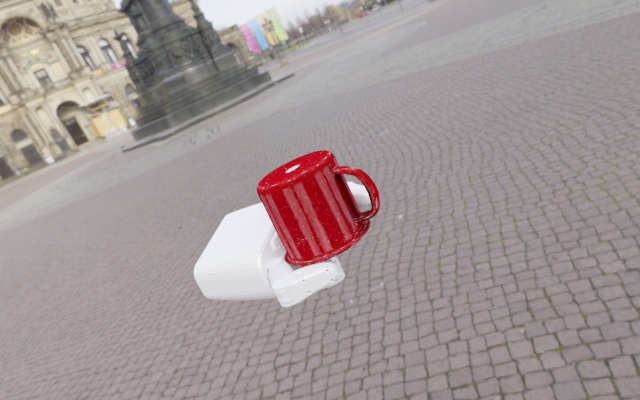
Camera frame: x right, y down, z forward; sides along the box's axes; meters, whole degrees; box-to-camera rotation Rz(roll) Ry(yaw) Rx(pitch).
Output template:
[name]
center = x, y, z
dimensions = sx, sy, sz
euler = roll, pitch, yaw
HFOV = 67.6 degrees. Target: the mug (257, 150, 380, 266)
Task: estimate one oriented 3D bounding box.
[mug]
center = 0.001, 0.001, 0.454
dimensions = 0.117, 0.081, 0.093
euler = -14, 20, 34
